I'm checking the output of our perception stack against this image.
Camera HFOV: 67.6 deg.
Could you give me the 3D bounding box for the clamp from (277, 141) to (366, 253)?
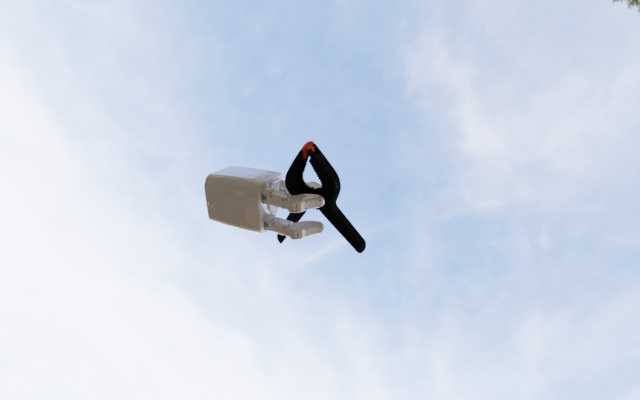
[{"bbox_3d":[0.000,0.002,0.800,0.164,0.210,0.036,10,36,14],"label":"clamp"}]
